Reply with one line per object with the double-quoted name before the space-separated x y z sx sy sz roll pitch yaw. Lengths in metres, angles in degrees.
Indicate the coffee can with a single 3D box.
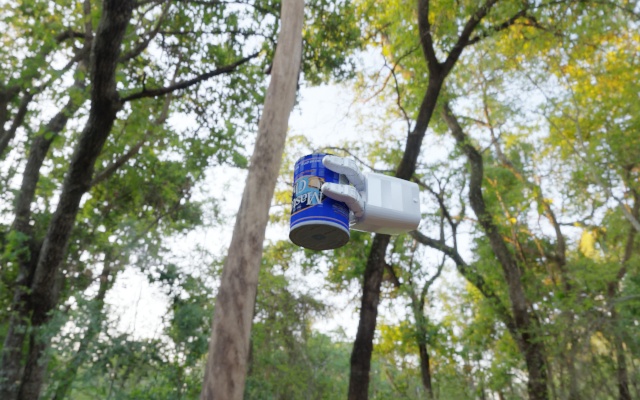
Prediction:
"coffee can" 0.000 0.003 0.831 0.103 0.140 0.103 2 -30 1
